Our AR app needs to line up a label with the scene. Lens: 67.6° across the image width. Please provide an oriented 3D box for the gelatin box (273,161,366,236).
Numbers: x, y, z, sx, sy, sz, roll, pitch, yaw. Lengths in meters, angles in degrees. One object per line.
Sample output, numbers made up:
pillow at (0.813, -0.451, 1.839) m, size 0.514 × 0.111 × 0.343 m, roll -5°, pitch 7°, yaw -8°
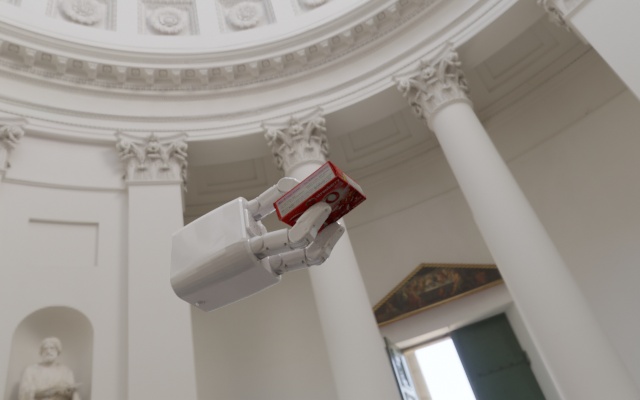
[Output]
gelatin box at (0.000, 0.001, 0.573) m, size 0.089 × 0.030 × 0.073 m, roll -37°, pitch -37°, yaw 14°
